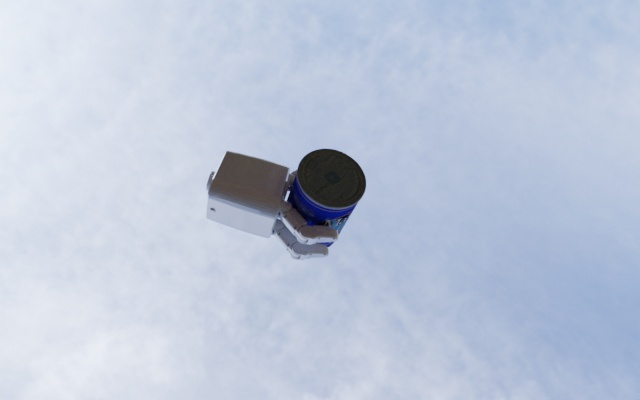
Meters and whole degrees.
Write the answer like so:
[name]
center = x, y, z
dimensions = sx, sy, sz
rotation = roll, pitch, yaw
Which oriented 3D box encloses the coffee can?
[coffee can]
center = 0.000, 0.002, 0.739
dimensions = 0.103, 0.102, 0.140
rotation = 0, -32, -17
